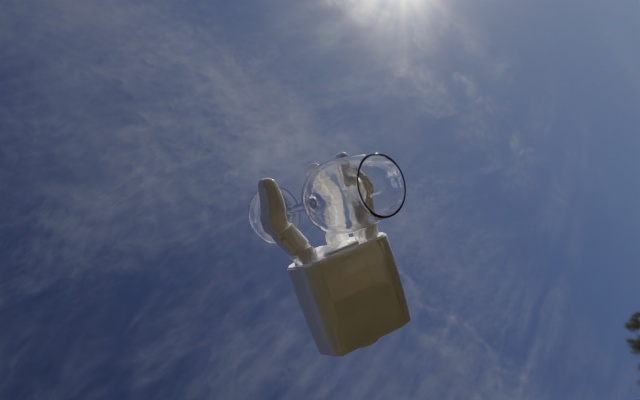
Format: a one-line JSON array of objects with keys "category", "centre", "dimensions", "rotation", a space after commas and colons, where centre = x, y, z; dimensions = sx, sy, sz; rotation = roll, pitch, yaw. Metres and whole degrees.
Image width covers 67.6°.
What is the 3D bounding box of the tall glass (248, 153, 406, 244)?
[{"category": "tall glass", "centre": [0.000, 0.002, 0.521], "dimensions": [0.079, 0.079, 0.201], "rotation": [0, -10, -36]}]
